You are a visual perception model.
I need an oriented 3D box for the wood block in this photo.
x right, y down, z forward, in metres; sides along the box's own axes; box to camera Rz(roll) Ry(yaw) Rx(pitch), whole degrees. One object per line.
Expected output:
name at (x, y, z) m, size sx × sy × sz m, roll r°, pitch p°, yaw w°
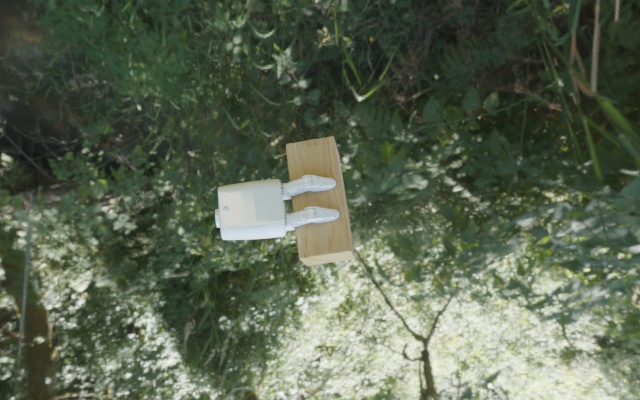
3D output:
wood block at (0.000, 0.003, 0.850) m, size 0.090 × 0.206 × 0.091 m, roll -9°, pitch -17°, yaw 5°
